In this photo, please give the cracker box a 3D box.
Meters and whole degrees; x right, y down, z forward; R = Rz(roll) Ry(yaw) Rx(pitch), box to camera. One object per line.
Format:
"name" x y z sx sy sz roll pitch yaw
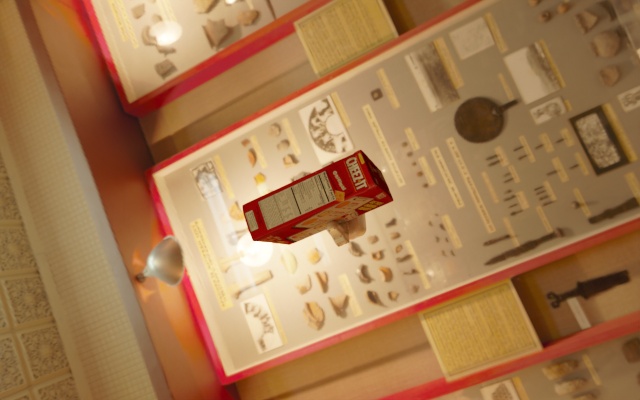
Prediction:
"cracker box" 0.000 0.003 0.796 0.214 0.072 0.164 -25 -14 13
